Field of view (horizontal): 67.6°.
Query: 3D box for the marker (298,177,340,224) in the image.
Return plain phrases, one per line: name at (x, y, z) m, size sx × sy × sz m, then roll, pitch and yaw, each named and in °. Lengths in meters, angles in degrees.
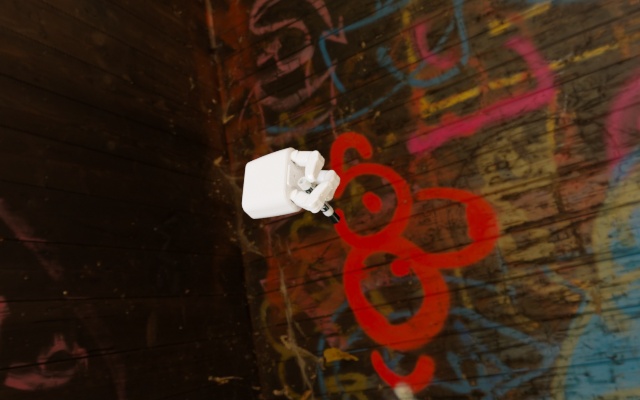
marker at (0.000, 0.003, 0.846) m, size 0.020 × 0.020 × 0.121 m, roll 0°, pitch -37°, yaw 41°
